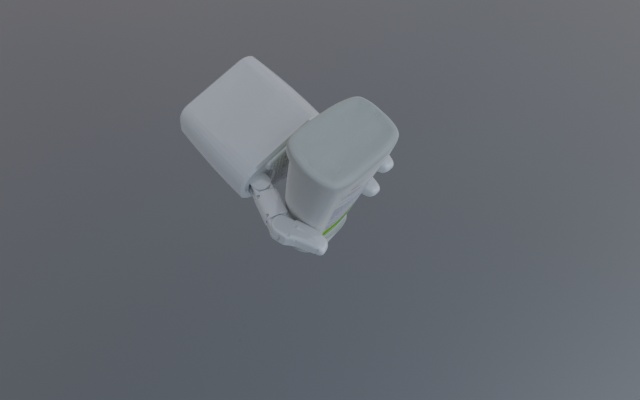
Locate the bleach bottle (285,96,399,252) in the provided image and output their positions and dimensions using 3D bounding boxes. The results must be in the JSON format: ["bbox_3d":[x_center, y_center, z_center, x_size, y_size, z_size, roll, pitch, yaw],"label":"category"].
[{"bbox_3d":[0.000,0.002,0.510,0.102,0.068,0.251,-39,-13,-26],"label":"bleach bottle"}]
